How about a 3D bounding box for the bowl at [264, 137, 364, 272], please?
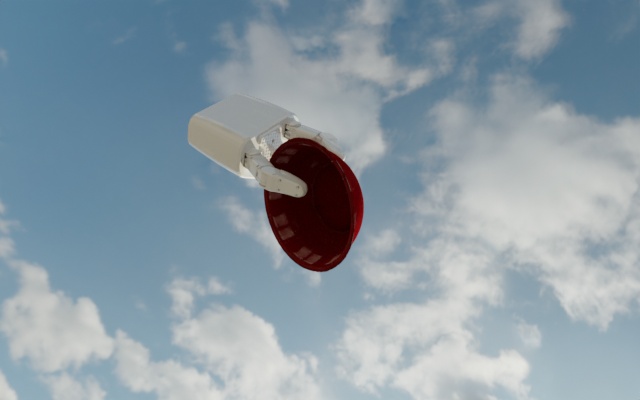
[{"bbox_3d":[0.001,0.003,0.581,0.055,0.162,0.162,-14,9,-41],"label":"bowl"}]
